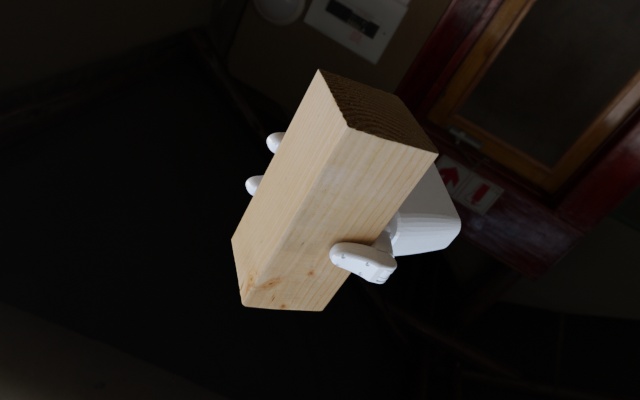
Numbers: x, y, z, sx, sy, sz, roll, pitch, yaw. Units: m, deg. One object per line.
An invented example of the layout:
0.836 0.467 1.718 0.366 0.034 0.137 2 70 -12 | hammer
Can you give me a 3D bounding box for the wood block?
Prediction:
0.000 0.002 0.437 0.090 0.206 0.090 11 37 -29 | wood block
